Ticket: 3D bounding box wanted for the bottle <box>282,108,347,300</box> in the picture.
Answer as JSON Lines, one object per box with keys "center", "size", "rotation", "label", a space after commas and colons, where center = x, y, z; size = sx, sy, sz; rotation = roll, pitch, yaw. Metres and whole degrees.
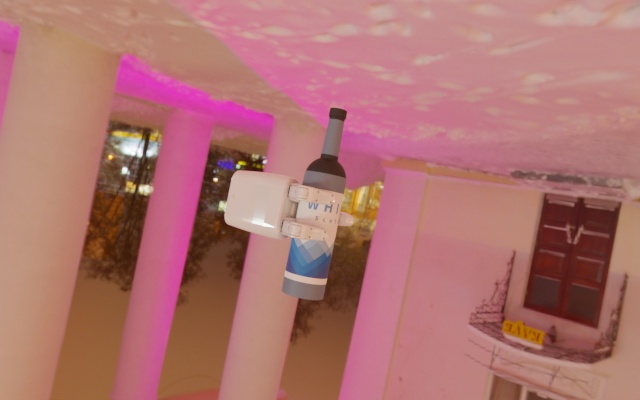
{"center": [0.000, 0.003, 0.745], "size": [0.069, 0.295, 0.069], "rotation": [11, 0, 0], "label": "bottle"}
